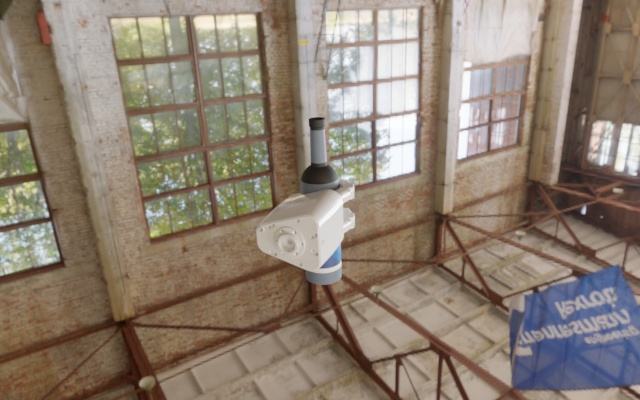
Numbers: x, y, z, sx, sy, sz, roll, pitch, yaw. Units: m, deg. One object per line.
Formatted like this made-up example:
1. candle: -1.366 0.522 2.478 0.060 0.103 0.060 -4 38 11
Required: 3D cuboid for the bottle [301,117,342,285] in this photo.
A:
1. bottle: 0.000 0.003 0.838 0.069 0.296 0.069 -2 20 1
